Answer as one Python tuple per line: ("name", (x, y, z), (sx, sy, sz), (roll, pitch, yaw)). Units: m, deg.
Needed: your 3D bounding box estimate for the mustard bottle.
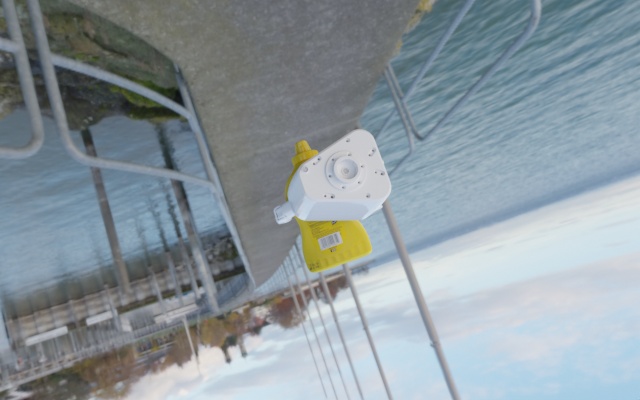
("mustard bottle", (0.000, 0.003, 0.700), (0.096, 0.191, 0.058), (-21, -9, 13))
